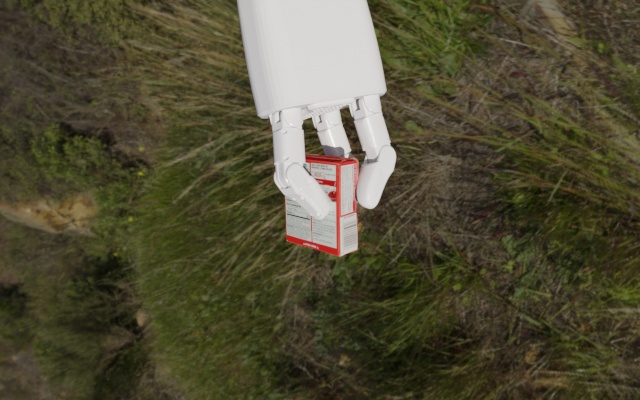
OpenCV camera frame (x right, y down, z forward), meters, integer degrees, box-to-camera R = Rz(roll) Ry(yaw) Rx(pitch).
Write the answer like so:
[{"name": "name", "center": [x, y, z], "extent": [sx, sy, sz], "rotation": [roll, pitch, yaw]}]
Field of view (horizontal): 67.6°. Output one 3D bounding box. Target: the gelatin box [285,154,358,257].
[{"name": "gelatin box", "center": [0.000, 0.002, 0.453], "extent": [0.073, 0.089, 0.030], "rotation": [11, 17, 43]}]
